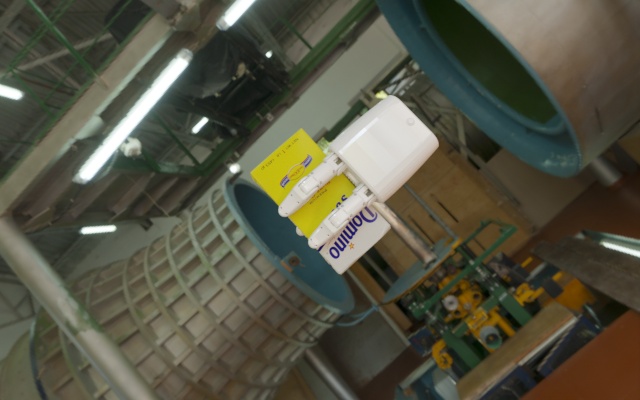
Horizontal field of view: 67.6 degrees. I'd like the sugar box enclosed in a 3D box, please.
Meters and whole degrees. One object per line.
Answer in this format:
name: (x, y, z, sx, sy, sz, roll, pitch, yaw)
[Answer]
sugar box: (0.000, 0.002, 0.629, 0.093, 0.176, 0.048, -42, -6, -5)
